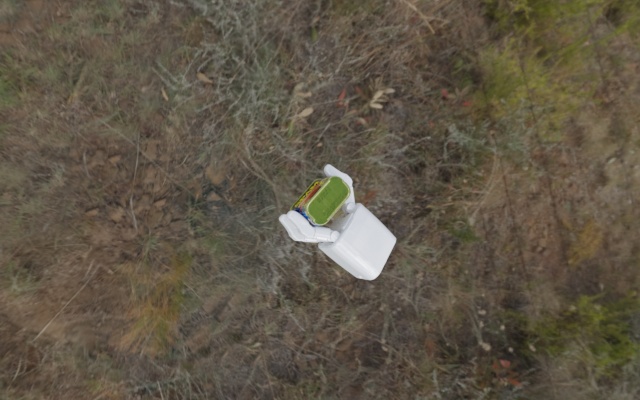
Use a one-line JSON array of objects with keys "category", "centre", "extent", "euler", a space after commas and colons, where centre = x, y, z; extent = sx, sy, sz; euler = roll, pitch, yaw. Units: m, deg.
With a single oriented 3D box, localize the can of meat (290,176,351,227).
[{"category": "can of meat", "centre": [0.000, 0.003, 0.889], "extent": [0.057, 0.102, 0.084], "euler": [45, -18, -12]}]
